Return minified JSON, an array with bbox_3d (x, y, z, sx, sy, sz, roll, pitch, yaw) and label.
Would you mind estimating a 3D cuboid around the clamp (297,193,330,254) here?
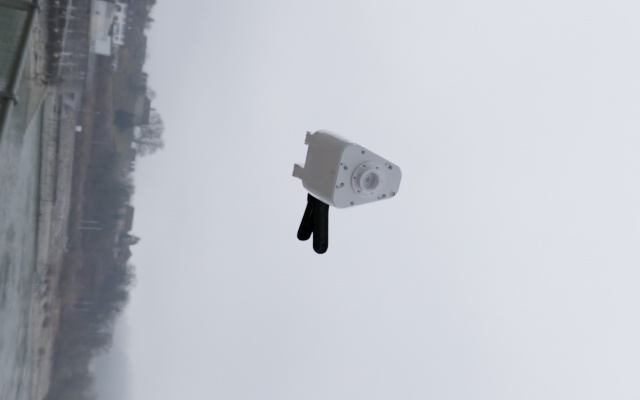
[{"bbox_3d":[0.001,0.002,0.773,0.039,0.171,0.120,6,14,-23],"label":"clamp"}]
